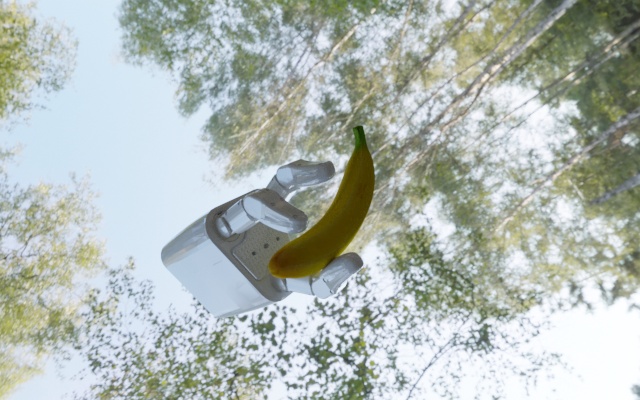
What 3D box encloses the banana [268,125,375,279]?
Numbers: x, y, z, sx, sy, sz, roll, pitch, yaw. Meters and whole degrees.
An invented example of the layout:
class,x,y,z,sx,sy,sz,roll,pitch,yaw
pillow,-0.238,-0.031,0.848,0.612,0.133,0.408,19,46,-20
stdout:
class,x,y,z,sx,sy,sz,roll,pitch,yaw
banana,0.012,0.012,0.458,0.037,0.070,0.197,-17,32,42
